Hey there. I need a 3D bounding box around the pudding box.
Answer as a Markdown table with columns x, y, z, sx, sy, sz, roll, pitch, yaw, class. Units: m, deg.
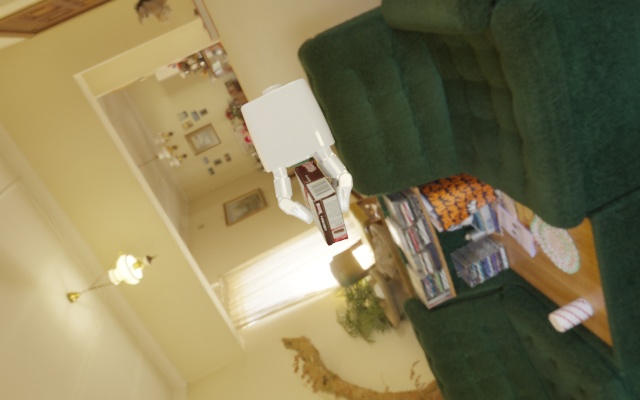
| x | y | z | sx | sy | sz | roll | pitch | yaw | class |
| --- | --- | --- | --- | --- | --- | --- | --- | --- | --- |
| 0.000 | 0.002 | 0.733 | 0.039 | 0.090 | 0.113 | -22 | 34 | -5 | pudding box |
